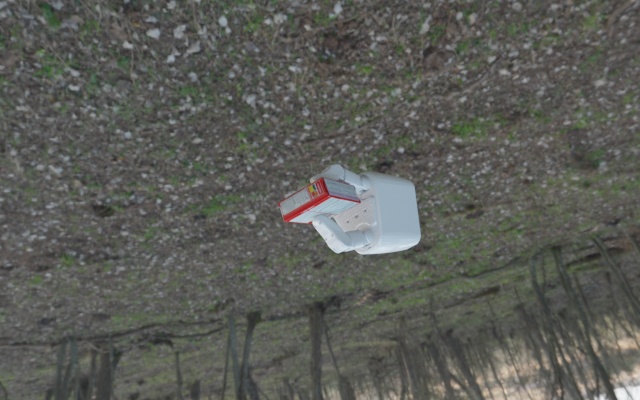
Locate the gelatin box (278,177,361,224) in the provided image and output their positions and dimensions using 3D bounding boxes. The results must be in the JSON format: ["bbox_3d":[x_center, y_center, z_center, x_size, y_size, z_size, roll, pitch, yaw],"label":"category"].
[{"bbox_3d":[0.000,0.002,0.625,0.073,0.030,0.089,-29,-19,26],"label":"gelatin box"}]
